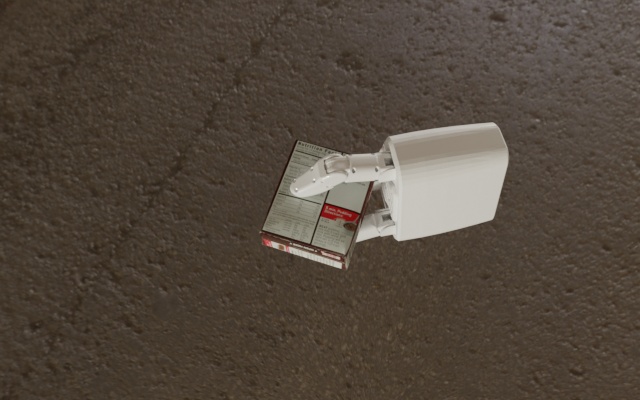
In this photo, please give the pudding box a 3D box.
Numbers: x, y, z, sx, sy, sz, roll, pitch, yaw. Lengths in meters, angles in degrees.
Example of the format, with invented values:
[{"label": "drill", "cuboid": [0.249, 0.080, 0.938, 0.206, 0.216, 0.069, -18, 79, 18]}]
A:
[{"label": "pudding box", "cuboid": [0.000, 0.002, 0.477, 0.090, 0.113, 0.039, 16, -25, 9]}]
